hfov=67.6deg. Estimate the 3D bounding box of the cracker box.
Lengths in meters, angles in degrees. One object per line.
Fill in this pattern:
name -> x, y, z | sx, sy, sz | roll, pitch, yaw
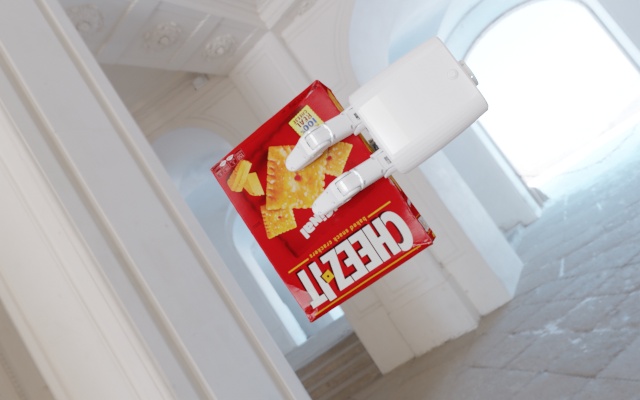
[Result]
cracker box -> 0.000, 0.002, 0.539 | 0.164, 0.213, 0.072 | -36, -8, 14
